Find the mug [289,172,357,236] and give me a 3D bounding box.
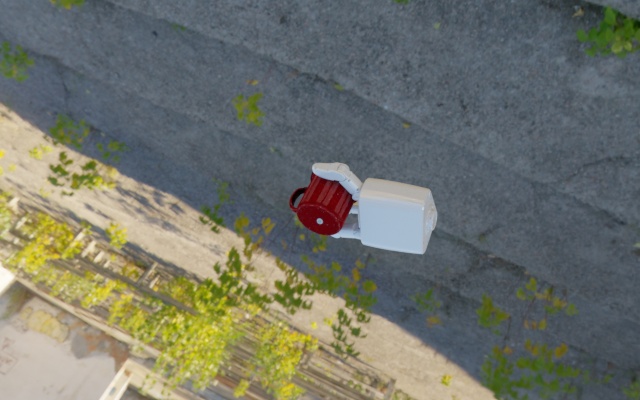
[{"bbox_3d":[-0.001,0.003,0.805,0.117,0.081,0.093,8,-40,25],"label":"mug"}]
